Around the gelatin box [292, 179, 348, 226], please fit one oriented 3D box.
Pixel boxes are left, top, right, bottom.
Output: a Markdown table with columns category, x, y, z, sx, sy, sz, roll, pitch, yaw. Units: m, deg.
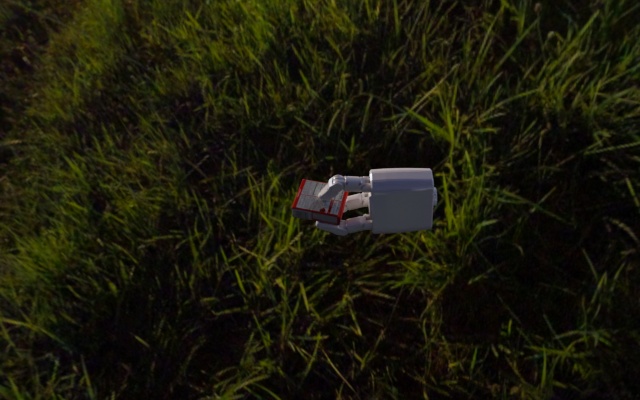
| category | x | y | z | sx | sy | sz | roll | pitch | yaw |
| --- | --- | --- | --- | --- | --- | --- | --- | --- | --- |
| gelatin box | 0.000 | 0.002 | 0.865 | 0.089 | 0.073 | 0.030 | 10 | -39 | 10 |
